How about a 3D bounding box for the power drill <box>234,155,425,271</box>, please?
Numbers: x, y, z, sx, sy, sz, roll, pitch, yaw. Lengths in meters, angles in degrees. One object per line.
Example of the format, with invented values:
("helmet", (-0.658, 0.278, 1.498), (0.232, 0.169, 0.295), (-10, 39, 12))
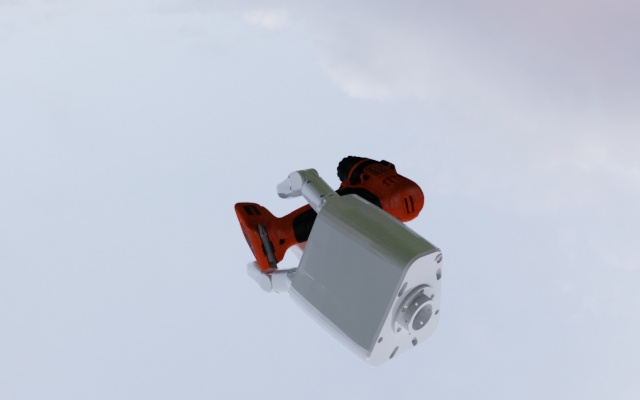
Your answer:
("power drill", (0.000, 0.002, 0.546), (0.187, 0.057, 0.184), (-22, 19, -11))
